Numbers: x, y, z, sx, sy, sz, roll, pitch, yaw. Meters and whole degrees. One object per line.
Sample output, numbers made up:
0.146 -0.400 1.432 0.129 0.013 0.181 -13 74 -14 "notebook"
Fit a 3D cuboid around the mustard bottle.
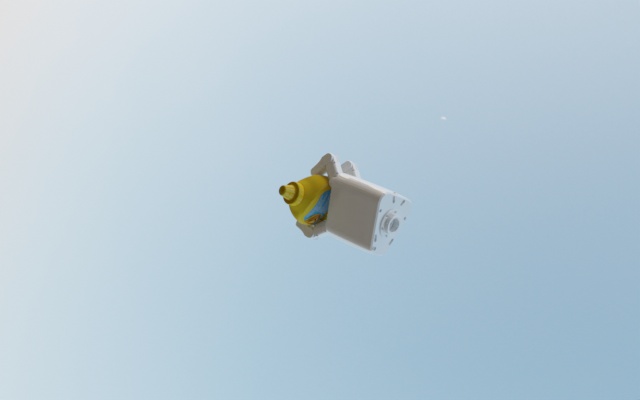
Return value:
0.000 0.003 0.858 0.192 0.096 0.058 17 29 -46 "mustard bottle"
